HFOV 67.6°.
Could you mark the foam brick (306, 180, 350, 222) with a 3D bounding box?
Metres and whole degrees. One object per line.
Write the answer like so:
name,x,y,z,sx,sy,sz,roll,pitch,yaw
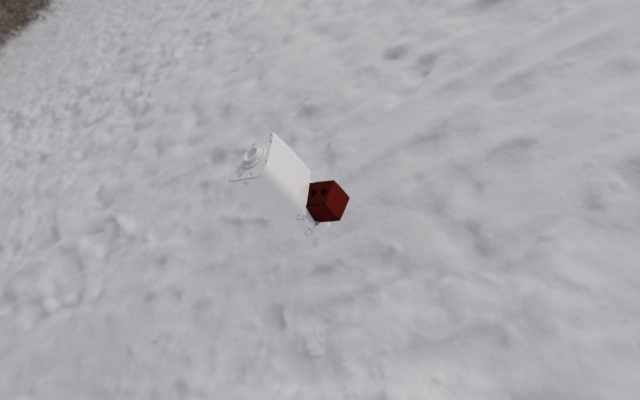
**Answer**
foam brick,0.000,0.003,0.835,0.078,0.053,0.051,-6,-41,38
